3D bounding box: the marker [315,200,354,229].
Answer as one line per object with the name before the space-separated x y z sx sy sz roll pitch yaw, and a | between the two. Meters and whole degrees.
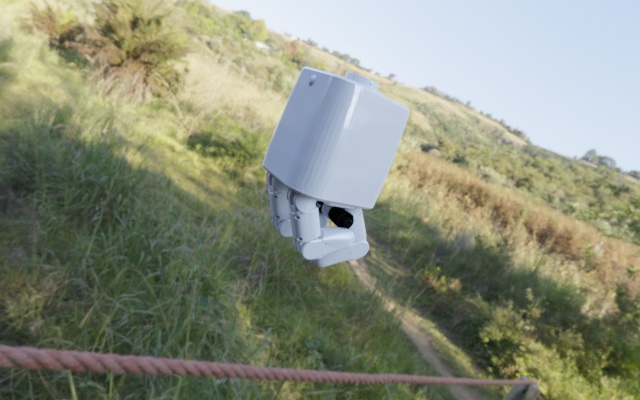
marker | 0.000 0.002 0.507 0.020 0.020 0.121 0 20 -28
